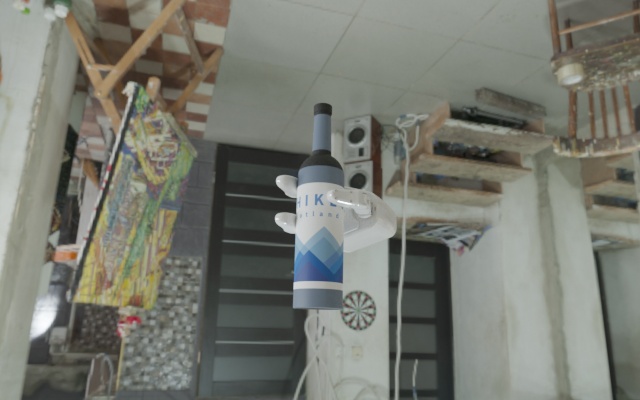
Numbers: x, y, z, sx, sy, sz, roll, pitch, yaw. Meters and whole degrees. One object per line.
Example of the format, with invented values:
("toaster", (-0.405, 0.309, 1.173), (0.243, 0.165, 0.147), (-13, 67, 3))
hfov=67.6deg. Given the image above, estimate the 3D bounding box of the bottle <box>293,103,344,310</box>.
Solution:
("bottle", (0.000, 0.002, 0.673), (0.069, 0.295, 0.069), (1, -15, 0))
